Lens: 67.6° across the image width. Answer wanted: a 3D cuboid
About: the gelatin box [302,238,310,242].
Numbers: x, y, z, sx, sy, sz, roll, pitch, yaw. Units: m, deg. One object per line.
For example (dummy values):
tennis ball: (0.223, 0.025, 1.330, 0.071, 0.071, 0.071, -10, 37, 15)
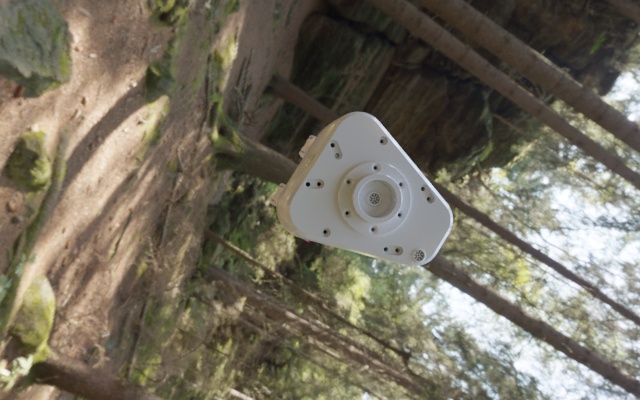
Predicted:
gelatin box: (0.000, 0.002, 0.509, 0.030, 0.073, 0.089, 30, -16, -3)
